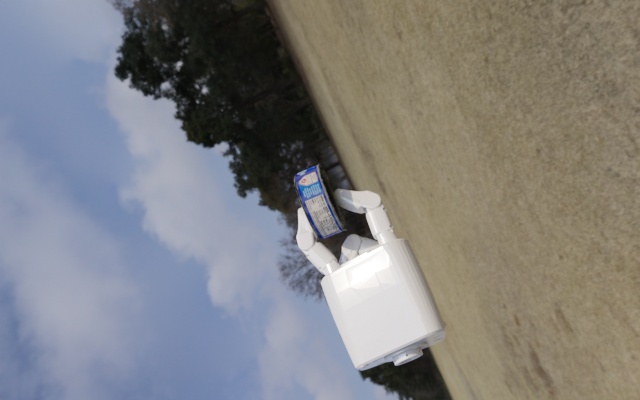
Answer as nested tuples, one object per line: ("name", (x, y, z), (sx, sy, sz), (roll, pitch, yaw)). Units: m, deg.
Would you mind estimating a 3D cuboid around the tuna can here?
("tuna can", (0.000, 0.002, 0.570), (0.034, 0.086, 0.086), (-22, -3, 7))
